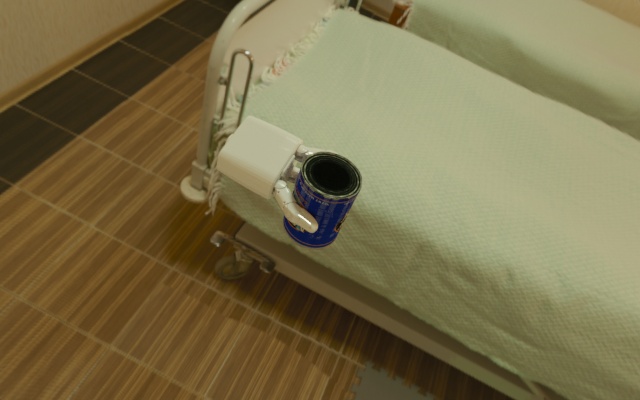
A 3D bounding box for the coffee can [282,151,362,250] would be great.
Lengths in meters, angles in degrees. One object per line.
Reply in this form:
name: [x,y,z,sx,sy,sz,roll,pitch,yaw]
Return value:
coffee can: [0.000,0.003,0.806,0.103,0.102,0.140,0,-40,-20]
